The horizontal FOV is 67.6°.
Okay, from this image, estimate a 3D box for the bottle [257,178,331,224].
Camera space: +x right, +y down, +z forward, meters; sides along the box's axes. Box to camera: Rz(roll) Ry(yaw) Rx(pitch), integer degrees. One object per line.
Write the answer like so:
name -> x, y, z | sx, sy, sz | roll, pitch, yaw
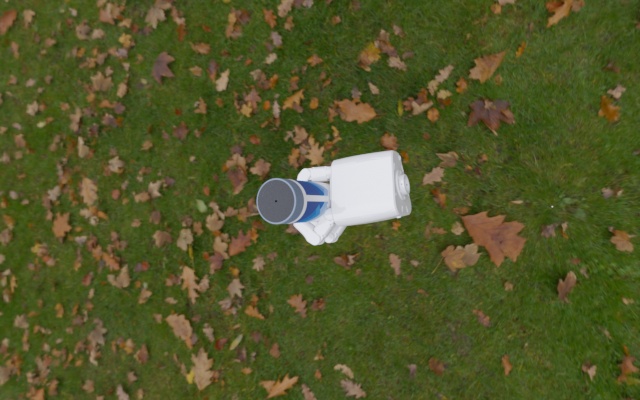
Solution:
bottle -> 0.000, 0.003, 0.816 | 0.069, 0.069, 0.296 | 0, -1, 26
